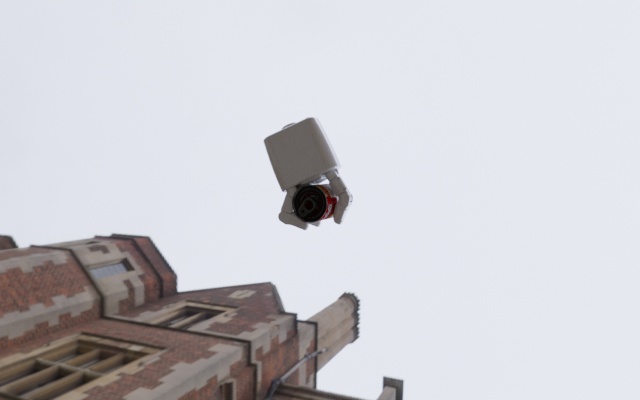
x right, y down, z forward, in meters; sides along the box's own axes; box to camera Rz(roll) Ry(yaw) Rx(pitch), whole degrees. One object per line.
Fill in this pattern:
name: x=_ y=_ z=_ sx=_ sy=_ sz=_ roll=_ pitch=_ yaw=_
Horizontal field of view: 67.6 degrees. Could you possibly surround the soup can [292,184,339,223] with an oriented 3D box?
soup can: x=0.001 y=0.003 z=0.881 sx=0.068 sy=0.068 sz=0.102 roll=0 pitch=3 yaw=24
